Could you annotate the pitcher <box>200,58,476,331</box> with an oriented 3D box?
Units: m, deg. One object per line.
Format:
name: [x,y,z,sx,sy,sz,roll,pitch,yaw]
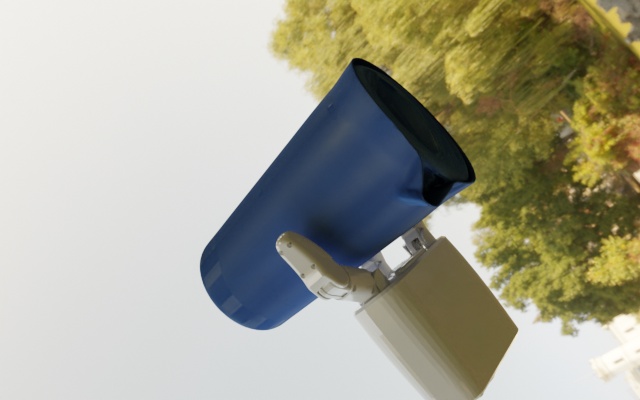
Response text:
pitcher: [0.000,0.002,0.427,0.243,0.145,0.149,-44,-10,26]
